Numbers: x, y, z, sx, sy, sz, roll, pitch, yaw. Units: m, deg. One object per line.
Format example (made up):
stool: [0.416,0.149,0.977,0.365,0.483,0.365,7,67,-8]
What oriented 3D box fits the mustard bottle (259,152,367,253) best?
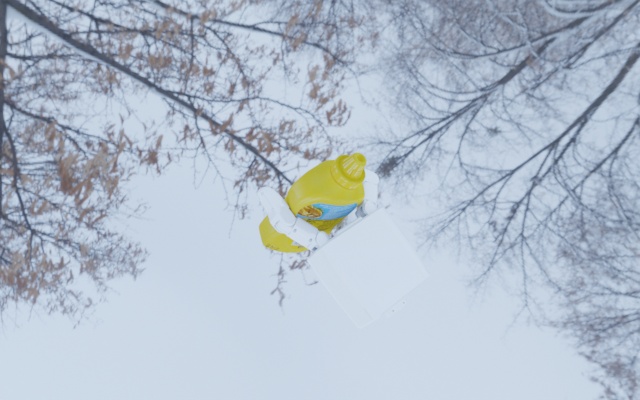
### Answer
mustard bottle: [0.000,0.002,0.600,0.096,0.058,0.192,1,-30,-32]
